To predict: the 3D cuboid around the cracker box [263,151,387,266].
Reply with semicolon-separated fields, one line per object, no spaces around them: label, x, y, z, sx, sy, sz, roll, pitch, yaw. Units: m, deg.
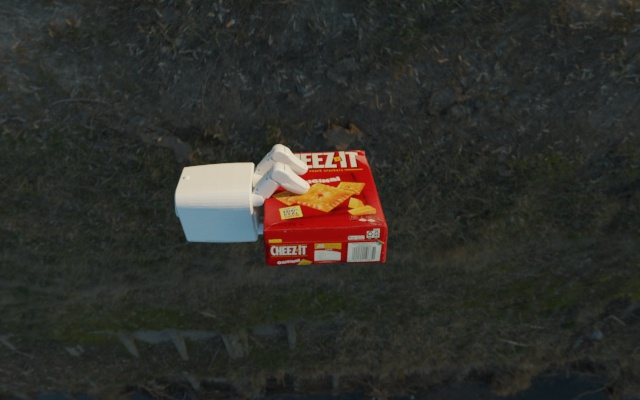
cracker box;0.000;0.003;0.711;0.164;0.072;0.213;-2;34;-3
